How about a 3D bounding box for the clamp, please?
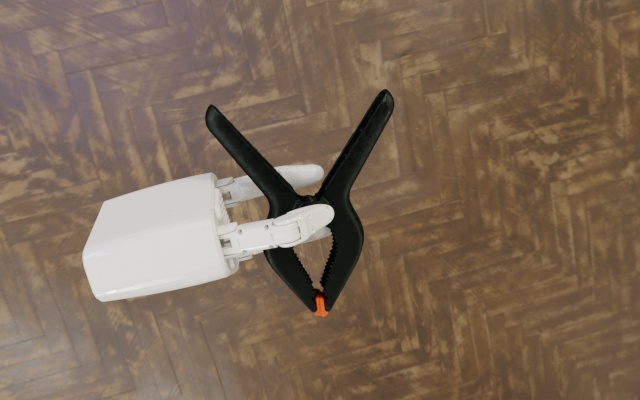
[{"bbox_3d":[0.000,0.002,0.435,0.164,0.210,0.036,-13,13,-3],"label":"clamp"}]
